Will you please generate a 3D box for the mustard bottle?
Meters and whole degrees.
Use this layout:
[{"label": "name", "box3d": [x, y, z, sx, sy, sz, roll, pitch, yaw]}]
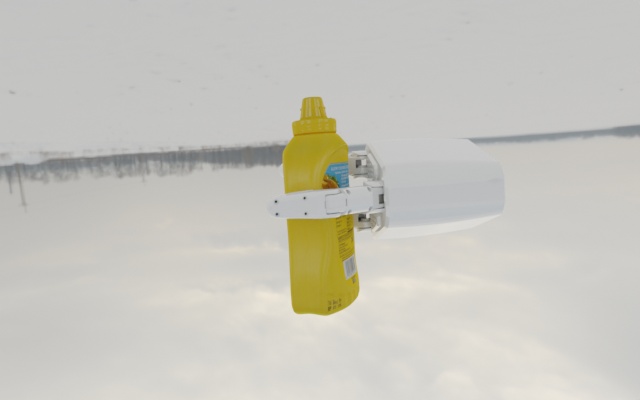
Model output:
[{"label": "mustard bottle", "box3d": [0.000, 0.002, 0.443, 0.058, 0.191, 0.096, -2, 6, 23]}]
